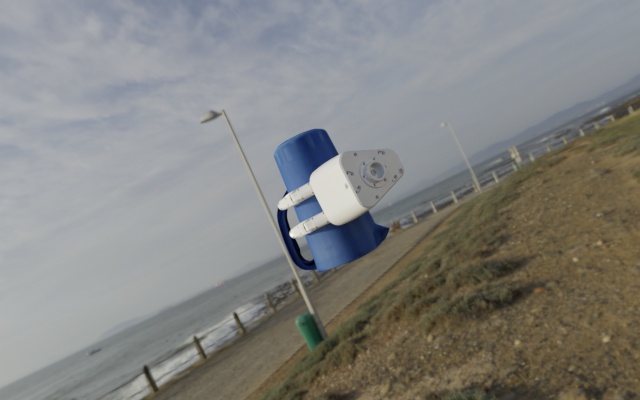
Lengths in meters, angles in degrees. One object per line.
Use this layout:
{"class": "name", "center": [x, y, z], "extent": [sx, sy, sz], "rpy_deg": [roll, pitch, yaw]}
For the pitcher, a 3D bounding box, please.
{"class": "pitcher", "center": [0.000, 0.003, 0.871], "extent": [0.149, 0.243, 0.145], "rpy_deg": [-23, -4, -28]}
